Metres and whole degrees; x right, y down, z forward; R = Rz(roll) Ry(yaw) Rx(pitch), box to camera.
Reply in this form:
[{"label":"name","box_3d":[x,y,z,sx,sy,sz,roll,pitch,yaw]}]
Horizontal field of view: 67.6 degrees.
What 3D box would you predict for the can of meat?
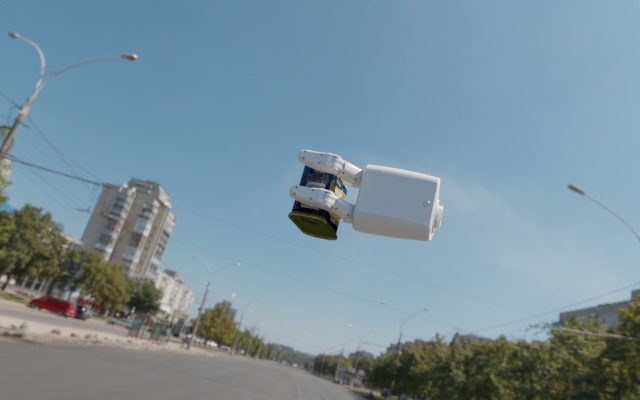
[{"label":"can of meat","box_3d":[0.000,0.002,0.705,0.057,0.084,0.102,9,-19,20]}]
